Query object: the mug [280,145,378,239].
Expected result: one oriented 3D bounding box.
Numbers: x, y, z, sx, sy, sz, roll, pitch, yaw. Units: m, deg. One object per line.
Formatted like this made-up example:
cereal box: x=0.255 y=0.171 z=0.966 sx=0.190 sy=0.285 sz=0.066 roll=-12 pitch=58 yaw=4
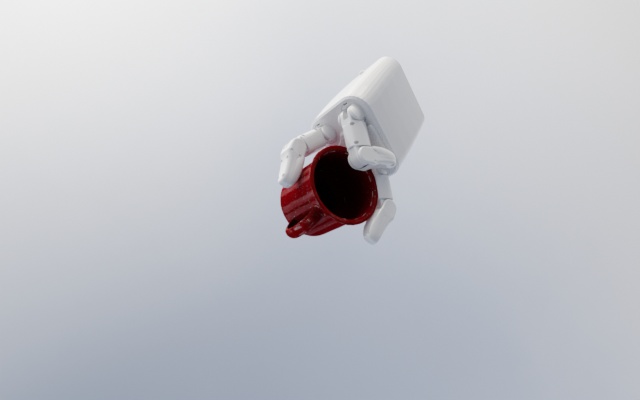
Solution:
mug: x=-0.001 y=0.003 z=0.549 sx=0.081 sy=0.093 sz=0.117 roll=-29 pitch=20 yaw=51
